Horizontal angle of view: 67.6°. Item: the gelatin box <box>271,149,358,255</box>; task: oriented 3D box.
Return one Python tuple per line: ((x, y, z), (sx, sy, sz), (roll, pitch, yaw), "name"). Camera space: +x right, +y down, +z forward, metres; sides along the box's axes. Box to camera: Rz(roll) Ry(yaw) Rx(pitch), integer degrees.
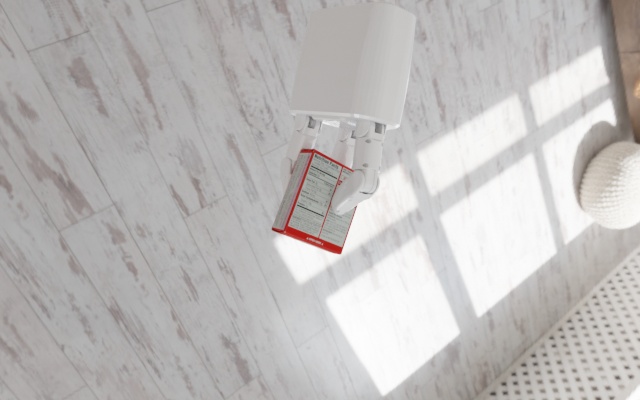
((0.000, 0.002, 0.483), (0.073, 0.089, 0.030), (24, -10, -32), "gelatin box")
